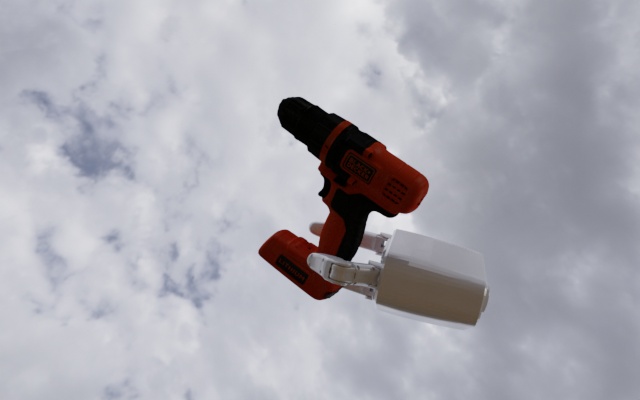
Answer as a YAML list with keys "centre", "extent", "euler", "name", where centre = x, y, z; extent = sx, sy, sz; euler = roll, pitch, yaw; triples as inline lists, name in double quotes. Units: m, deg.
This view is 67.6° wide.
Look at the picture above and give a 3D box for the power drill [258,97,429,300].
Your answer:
- centre: [0.000, 0.002, 0.526]
  extent: [0.184, 0.188, 0.057]
  euler: [37, 29, 17]
  name: "power drill"
